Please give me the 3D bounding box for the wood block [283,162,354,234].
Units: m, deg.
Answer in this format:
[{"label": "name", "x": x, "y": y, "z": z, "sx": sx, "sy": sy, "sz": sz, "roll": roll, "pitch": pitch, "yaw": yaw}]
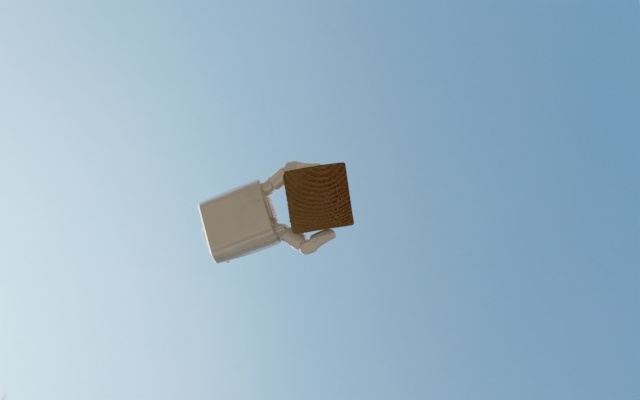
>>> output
[{"label": "wood block", "x": 0.000, "y": 0.002, "z": 0.758, "sx": 0.090, "sy": 0.091, "sz": 0.206, "roll": -9, "pitch": -3, "yaw": 1}]
